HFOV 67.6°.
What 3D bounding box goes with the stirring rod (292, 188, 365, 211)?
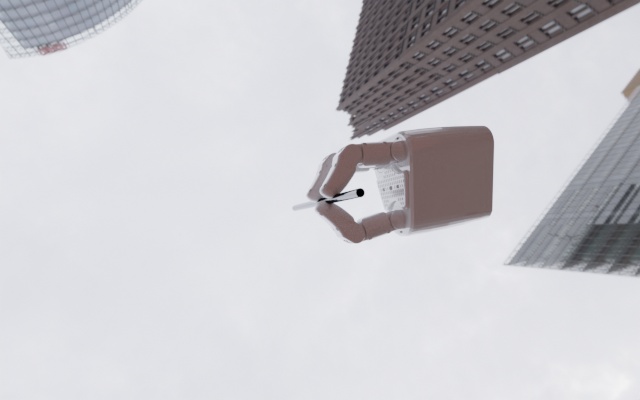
[{"bbox_3d":[0.000,0.002,0.521,0.011,0.011,0.239,0,-4,-16],"label":"stirring rod"}]
